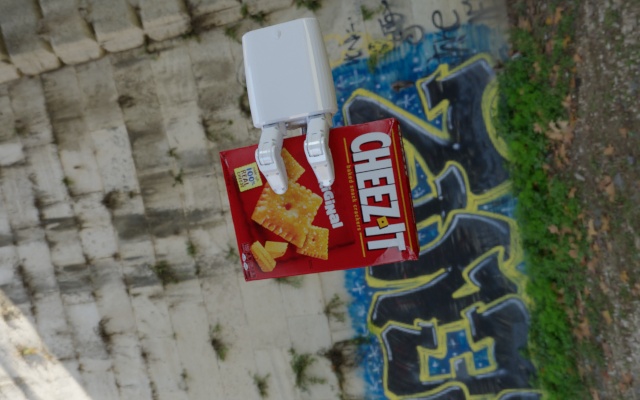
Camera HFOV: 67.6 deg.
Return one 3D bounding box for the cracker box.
[{"bbox_3d":[0.000,0.002,0.574,0.214,0.164,0.072,-9,3,13],"label":"cracker box"}]
